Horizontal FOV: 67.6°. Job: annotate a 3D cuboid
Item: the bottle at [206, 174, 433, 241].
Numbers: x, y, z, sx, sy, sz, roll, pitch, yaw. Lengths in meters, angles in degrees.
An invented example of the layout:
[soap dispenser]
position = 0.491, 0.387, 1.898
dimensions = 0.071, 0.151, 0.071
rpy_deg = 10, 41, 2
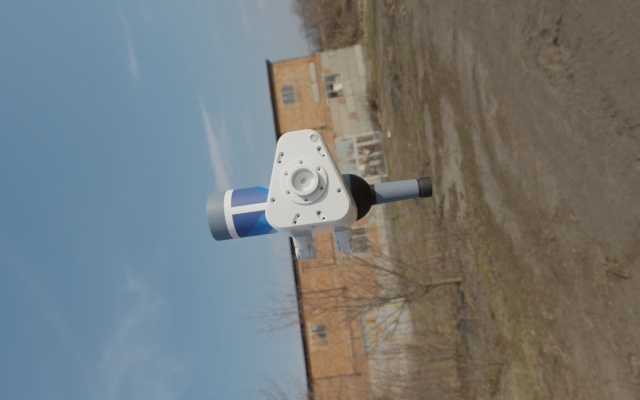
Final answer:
[bottle]
position = 0.000, 0.002, 0.642
dimensions = 0.296, 0.069, 0.069
rpy_deg = -8, -1, 5
